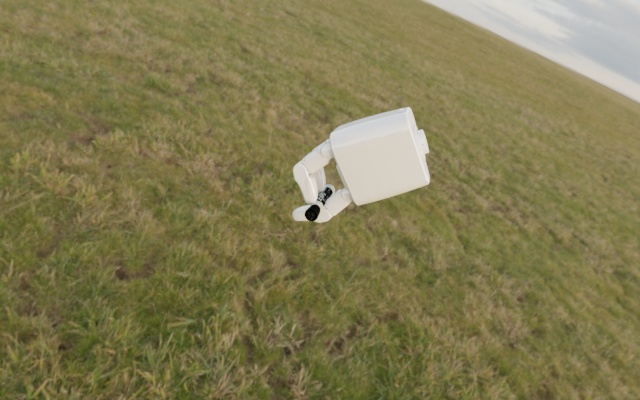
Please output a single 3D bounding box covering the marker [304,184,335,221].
[{"bbox_3d":[0.000,0.002,0.691,0.020,0.020,0.121,0,18,14],"label":"marker"}]
